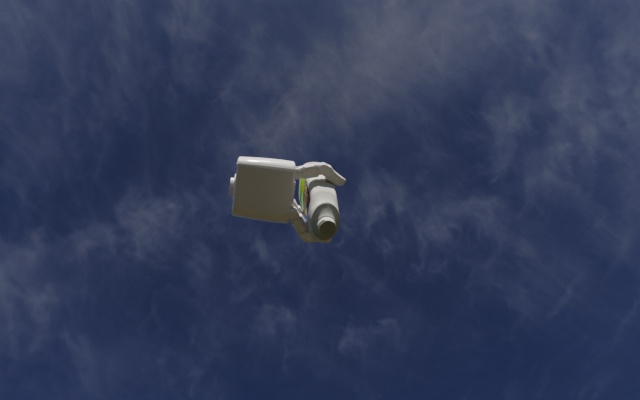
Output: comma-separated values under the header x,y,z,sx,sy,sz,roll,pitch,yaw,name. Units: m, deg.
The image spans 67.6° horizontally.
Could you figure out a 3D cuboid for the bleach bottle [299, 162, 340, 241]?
x,y,z,sx,sy,sz,roll,pitch,yaw,name
0.000,0.003,0.897,0.068,0.102,0.250,5,16,-7,bleach bottle
